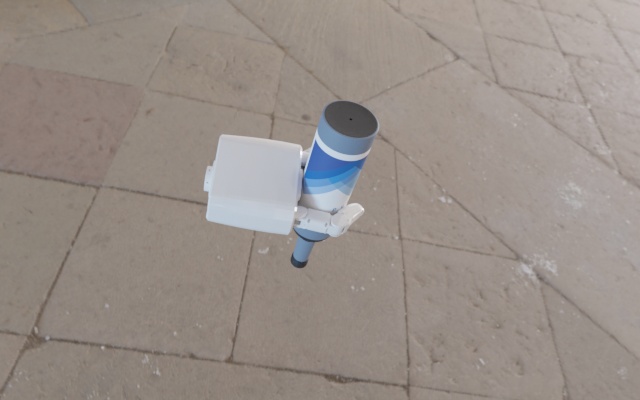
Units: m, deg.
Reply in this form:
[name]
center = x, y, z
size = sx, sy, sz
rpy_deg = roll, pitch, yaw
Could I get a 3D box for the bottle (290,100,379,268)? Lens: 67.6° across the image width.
[bottle]
center = 0.000, 0.002, 0.642
size = 0.069, 0.069, 0.296
rpy_deg = 0, -39, -17
